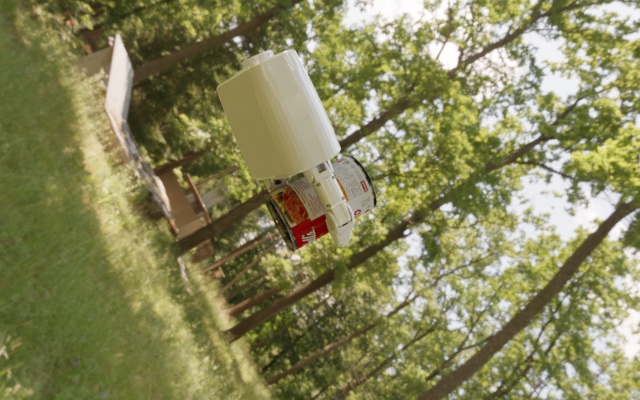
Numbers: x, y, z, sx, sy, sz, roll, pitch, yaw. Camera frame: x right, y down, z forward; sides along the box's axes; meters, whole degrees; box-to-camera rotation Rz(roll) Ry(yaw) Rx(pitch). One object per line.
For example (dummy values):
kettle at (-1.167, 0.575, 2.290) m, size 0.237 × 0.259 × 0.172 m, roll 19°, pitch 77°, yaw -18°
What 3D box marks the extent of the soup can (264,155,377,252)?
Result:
soup can at (0.001, 0.002, 0.513) m, size 0.102 × 0.068 × 0.068 m, roll -27°, pitch 7°, yaw -14°
